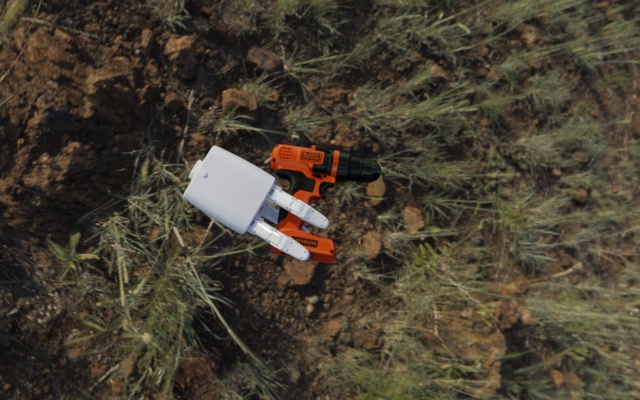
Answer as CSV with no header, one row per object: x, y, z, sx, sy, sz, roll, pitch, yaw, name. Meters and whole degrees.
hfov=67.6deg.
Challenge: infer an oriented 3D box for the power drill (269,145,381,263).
0.000,0.003,0.772,0.184,0.187,0.057,8,-23,2,power drill
